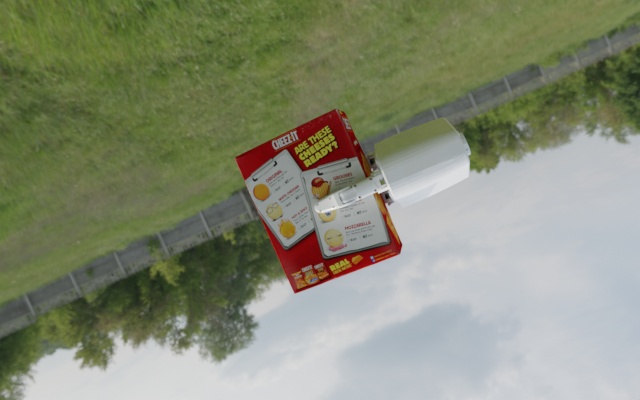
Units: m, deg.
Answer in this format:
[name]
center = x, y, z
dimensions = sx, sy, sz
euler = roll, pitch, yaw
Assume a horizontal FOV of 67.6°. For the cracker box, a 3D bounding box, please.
[cracker box]
center = 0.000, 0.002, 0.682
dimensions = 0.164, 0.213, 0.072
euler = -23, 1, 14
